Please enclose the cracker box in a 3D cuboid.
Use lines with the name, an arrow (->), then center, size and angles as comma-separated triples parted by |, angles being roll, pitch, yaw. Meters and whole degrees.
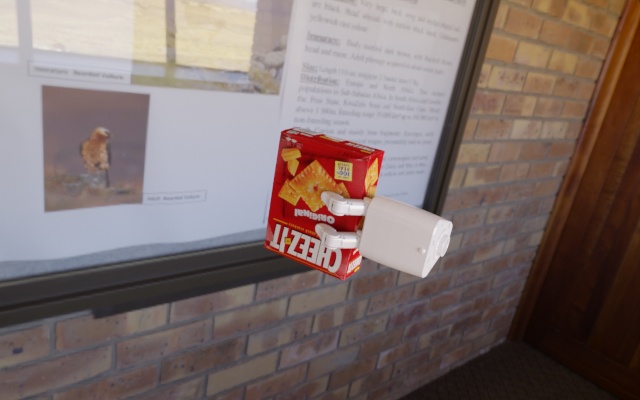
cracker box -> 0.000, 0.002, 0.789 | 0.164, 0.214, 0.072 | 19, 21, 24
